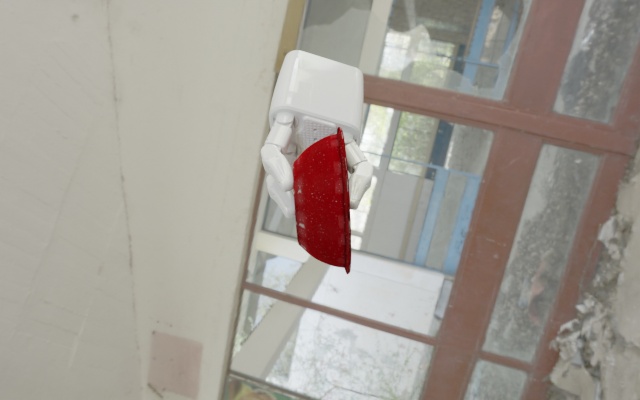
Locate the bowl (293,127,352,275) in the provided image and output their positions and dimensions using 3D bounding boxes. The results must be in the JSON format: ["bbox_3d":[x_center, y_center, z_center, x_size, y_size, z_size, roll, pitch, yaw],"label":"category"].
[{"bbox_3d":[0.000,0.003,0.525,0.055,0.162,0.162,-4,0,-1],"label":"bowl"}]
